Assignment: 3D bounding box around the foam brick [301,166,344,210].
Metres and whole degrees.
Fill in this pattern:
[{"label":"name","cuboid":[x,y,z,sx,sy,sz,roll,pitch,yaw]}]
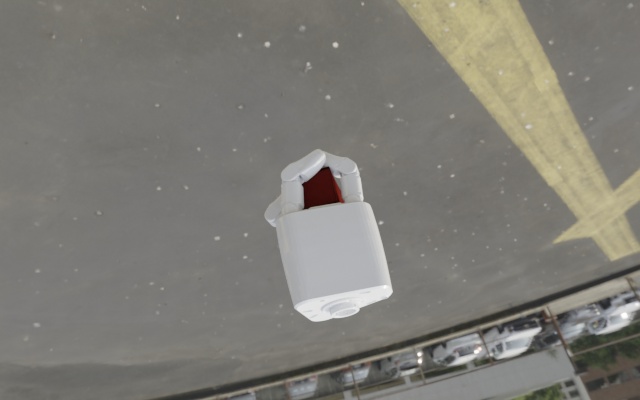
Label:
[{"label":"foam brick","cuboid":[0.000,0.002,0.611,0.053,0.051,0.078,-16,-28,9]}]
